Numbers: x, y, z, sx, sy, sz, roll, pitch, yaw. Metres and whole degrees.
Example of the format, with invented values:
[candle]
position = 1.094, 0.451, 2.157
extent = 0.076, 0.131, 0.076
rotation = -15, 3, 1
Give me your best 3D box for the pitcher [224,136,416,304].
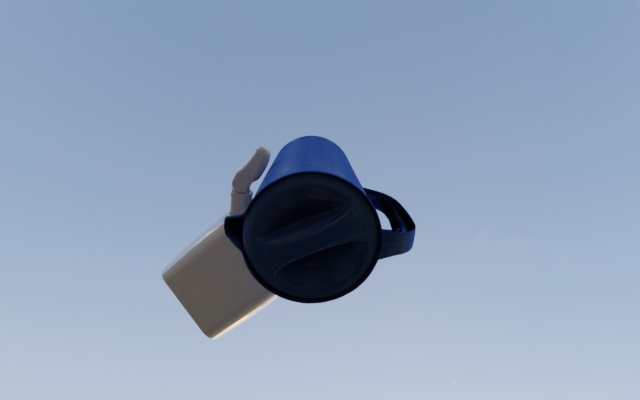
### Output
[pitcher]
position = 0.000, 0.002, 0.548
extent = 0.145, 0.149, 0.242
rotation = -39, 15, 12
